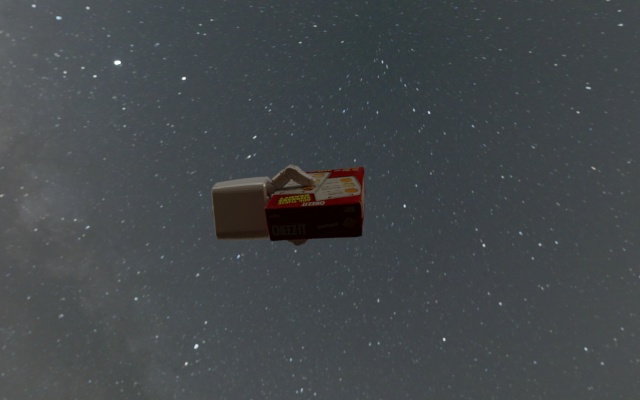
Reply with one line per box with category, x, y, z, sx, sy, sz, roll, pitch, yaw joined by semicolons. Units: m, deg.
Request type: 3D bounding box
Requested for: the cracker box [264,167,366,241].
cracker box;0.000;0.003;0.899;0.164;0.072;0.213;-4;20;8
